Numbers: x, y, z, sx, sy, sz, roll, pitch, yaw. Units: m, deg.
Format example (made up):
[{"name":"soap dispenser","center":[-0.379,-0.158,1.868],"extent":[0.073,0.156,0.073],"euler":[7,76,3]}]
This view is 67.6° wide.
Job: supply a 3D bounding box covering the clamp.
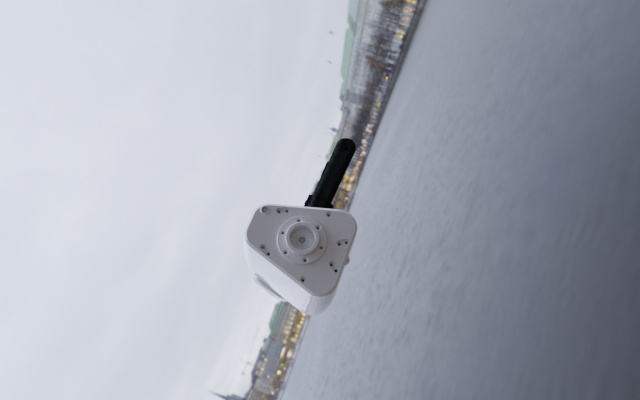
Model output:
[{"name":"clamp","center":[-0.001,0.002,0.607],"extent":[0.039,0.171,0.120],"euler":[20,-21,2]}]
